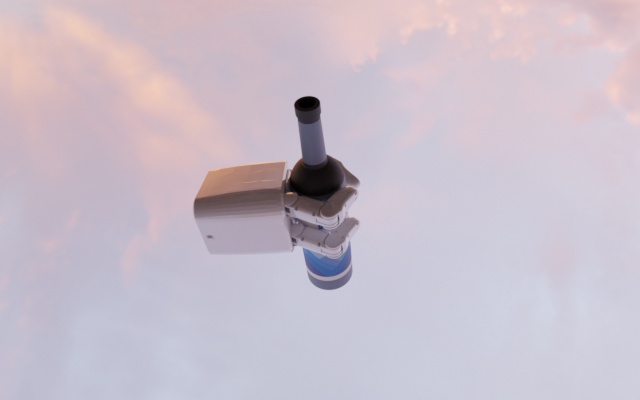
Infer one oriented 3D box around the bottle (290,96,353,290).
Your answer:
[{"bbox_3d":[0.000,0.002,0.595,0.069,0.069,0.296,0,-44,8],"label":"bottle"}]
